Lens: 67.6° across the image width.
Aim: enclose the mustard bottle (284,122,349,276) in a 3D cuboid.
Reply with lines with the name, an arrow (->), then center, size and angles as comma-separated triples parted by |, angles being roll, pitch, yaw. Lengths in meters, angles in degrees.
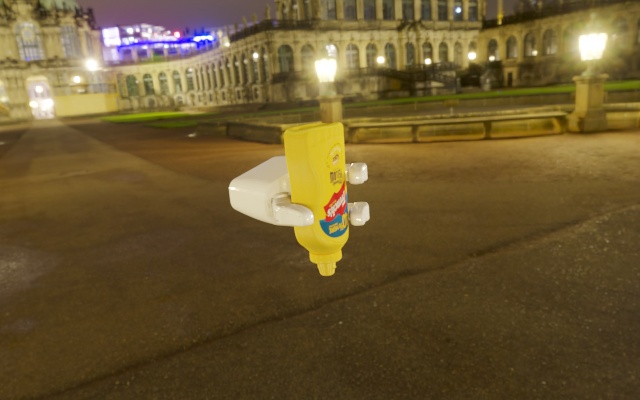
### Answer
mustard bottle -> 0.000, 0.002, 0.597 | 0.058, 0.192, 0.096 | 2, 15, 27
